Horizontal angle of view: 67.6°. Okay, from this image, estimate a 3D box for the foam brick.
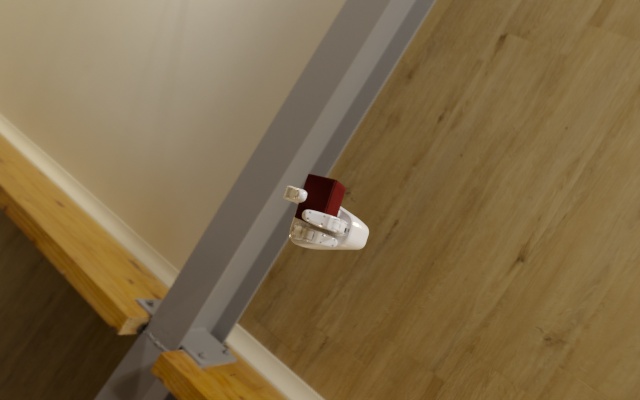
[{"bbox_3d":[0.000,0.002,0.783,0.053,0.078,0.051,16,-5,25],"label":"foam brick"}]
